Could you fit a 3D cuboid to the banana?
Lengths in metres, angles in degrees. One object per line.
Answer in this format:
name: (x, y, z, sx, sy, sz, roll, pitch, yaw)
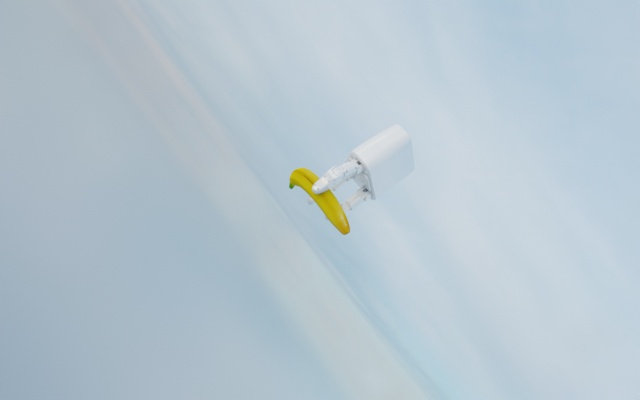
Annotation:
banana: (-0.006, -0.012, 0.874, 0.037, 0.070, 0.197, -32, 43, -15)
